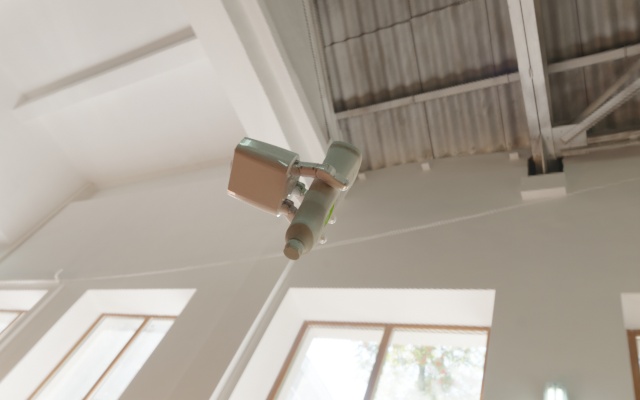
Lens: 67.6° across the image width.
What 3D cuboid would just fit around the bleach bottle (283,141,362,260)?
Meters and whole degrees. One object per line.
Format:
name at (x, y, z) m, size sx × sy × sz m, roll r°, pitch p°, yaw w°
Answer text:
bleach bottle at (0.000, 0.003, 0.835) m, size 0.068 × 0.103 × 0.250 m, roll 22°, pitch 44°, yaw 9°
